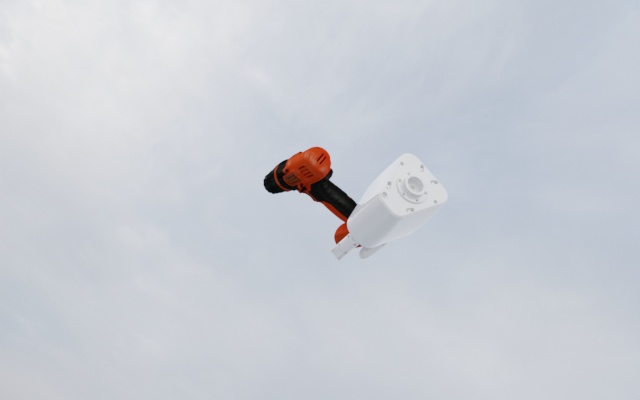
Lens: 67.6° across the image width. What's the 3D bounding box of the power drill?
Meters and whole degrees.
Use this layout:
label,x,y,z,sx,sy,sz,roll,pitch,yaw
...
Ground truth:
label,x,y,z,sx,sy,sz,roll,pitch,yaw
power drill,0.001,0.003,0.799,0.188,0.057,0.184,44,-28,-15
